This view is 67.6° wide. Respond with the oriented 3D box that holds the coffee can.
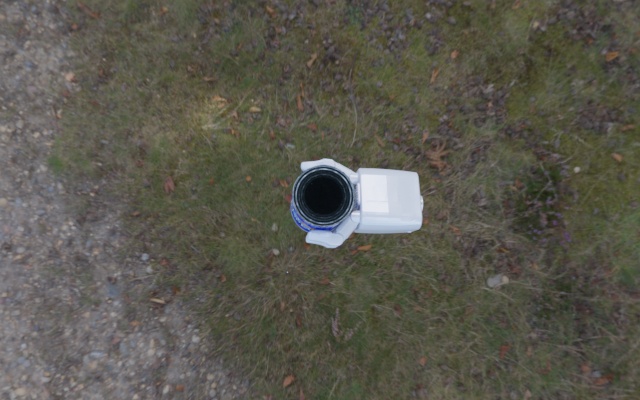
[{"bbox_3d":[0.000,0.003,0.834,0.103,0.103,0.140,0,-8,-4],"label":"coffee can"}]
